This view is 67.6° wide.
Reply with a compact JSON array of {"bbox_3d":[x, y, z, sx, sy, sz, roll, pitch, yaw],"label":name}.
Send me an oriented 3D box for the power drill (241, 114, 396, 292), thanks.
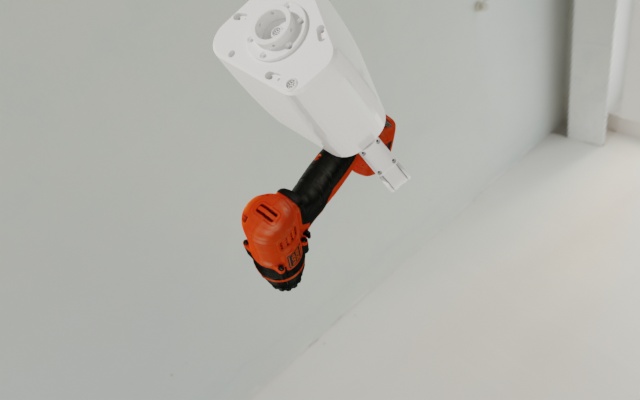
[{"bbox_3d":[0.000,0.001,0.488,0.057,0.187,0.184,33,-20,14],"label":"power drill"}]
